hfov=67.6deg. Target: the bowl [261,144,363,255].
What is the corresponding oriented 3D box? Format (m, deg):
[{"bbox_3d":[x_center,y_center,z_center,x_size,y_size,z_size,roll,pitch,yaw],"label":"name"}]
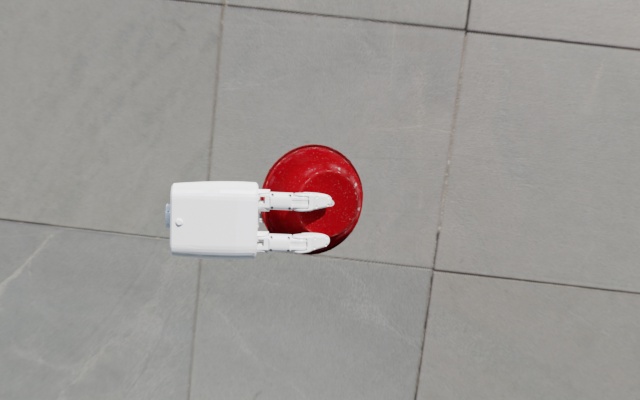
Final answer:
[{"bbox_3d":[0.001,0.002,0.673,0.162,0.162,0.055,0,6,-23],"label":"bowl"}]
